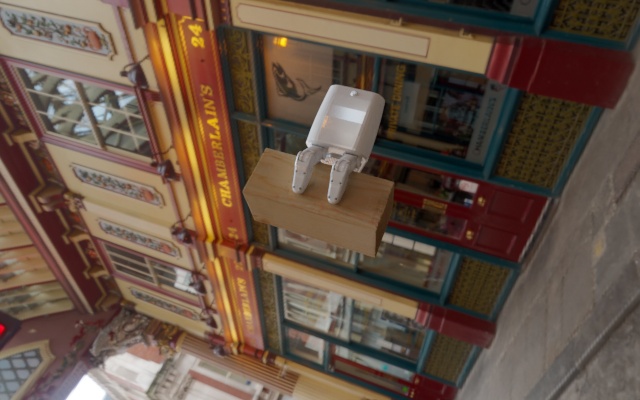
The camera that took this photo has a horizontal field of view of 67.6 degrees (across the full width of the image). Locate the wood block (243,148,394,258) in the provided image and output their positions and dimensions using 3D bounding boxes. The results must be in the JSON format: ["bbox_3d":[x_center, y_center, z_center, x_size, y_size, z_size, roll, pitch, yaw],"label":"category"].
[{"bbox_3d":[0.000,0.002,0.732,0.206,0.090,0.091,16,-27,15],"label":"wood block"}]
